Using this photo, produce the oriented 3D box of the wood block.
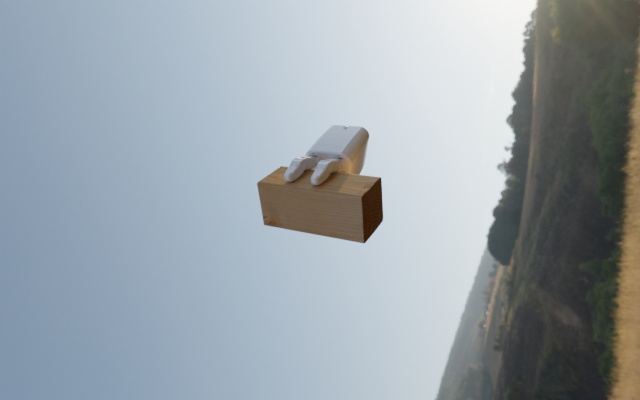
[{"bbox_3d":[0.000,0.003,0.865,0.206,0.091,0.090,8,30,28],"label":"wood block"}]
